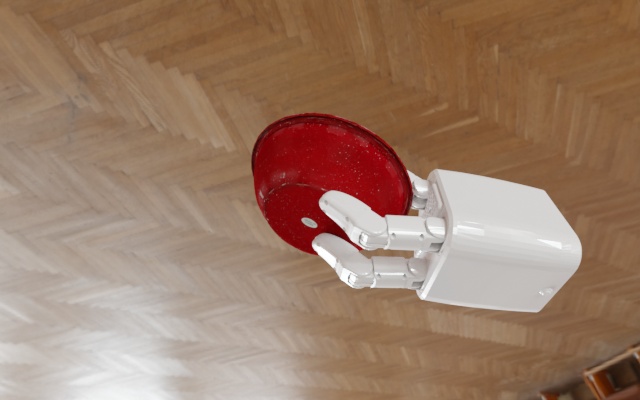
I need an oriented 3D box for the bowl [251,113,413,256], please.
[{"bbox_3d":[-0.001,0.002,0.442,0.162,0.162,0.055,0,42,25],"label":"bowl"}]
